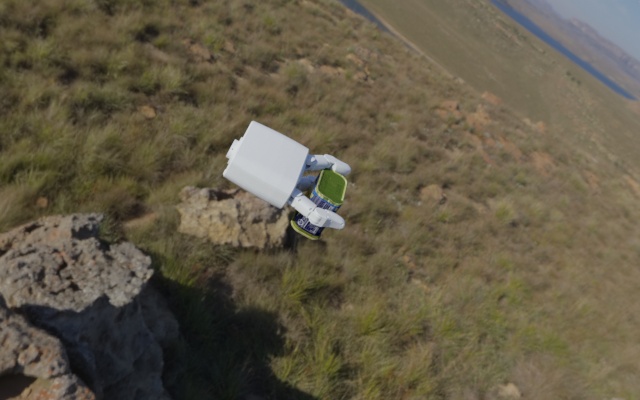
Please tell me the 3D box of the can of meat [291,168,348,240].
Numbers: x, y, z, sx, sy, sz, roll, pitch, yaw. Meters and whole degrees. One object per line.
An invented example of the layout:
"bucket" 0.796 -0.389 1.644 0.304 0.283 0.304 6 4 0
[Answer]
"can of meat" 0.000 0.003 0.811 0.057 0.084 0.102 30 31 -8
